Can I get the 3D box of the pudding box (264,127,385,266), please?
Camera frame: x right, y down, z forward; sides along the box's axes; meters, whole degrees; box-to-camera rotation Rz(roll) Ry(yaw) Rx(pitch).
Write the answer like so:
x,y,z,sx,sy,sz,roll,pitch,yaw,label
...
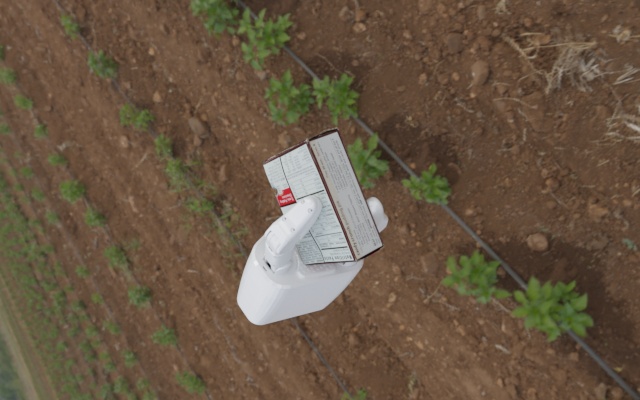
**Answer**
x,y,z,sx,sy,sz,roll,pitch,yaw,label
0.000,0.001,0.432,0.039,0.113,0.090,-27,6,-33,pudding box
